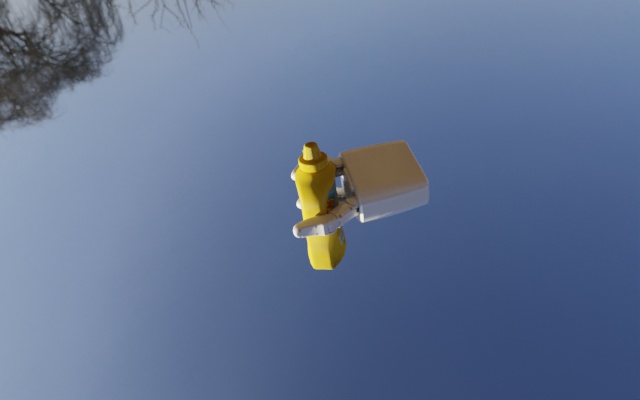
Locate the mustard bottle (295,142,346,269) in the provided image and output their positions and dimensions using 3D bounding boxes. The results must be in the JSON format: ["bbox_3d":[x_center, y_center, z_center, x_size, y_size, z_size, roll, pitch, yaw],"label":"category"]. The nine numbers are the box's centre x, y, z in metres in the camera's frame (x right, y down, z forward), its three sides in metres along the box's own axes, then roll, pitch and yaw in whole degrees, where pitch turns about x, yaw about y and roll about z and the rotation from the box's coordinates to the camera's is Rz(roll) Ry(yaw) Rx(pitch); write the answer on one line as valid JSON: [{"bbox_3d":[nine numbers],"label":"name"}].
[{"bbox_3d":[0.000,0.003,0.702,0.058,0.192,0.096,0,35,13],"label":"mustard bottle"}]
